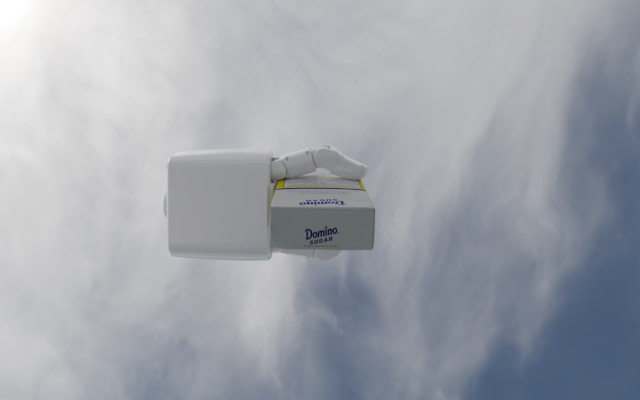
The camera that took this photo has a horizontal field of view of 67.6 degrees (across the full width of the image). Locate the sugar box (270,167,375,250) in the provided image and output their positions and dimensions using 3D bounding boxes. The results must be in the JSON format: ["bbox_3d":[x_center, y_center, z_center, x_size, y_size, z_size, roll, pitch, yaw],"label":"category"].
[{"bbox_3d":[0.000,0.002,0.494,0.093,0.048,0.176,1,18,-1],"label":"sugar box"}]
